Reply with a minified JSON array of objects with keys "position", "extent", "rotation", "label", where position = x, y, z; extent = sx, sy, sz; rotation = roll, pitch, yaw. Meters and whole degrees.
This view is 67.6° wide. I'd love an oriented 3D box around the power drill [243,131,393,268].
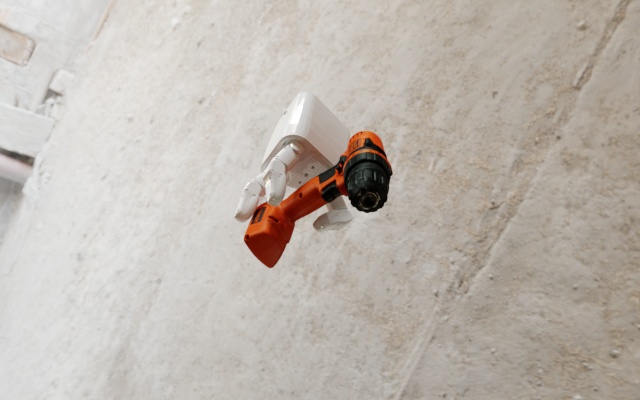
[{"position":[0.000,0.002,0.558],"extent":[0.188,0.057,0.184],"rotation":[-33,15,17],"label":"power drill"}]
